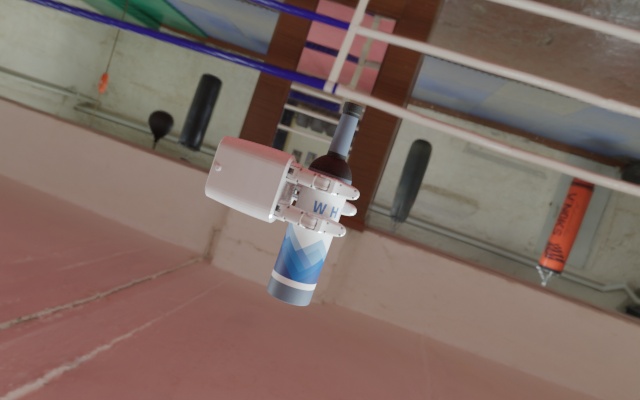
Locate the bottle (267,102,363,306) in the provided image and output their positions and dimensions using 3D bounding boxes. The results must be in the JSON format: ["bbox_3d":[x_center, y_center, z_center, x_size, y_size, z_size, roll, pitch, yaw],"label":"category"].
[{"bbox_3d":[0.000,0.003,0.690,0.069,0.296,0.069,19,5,-2],"label":"bottle"}]
